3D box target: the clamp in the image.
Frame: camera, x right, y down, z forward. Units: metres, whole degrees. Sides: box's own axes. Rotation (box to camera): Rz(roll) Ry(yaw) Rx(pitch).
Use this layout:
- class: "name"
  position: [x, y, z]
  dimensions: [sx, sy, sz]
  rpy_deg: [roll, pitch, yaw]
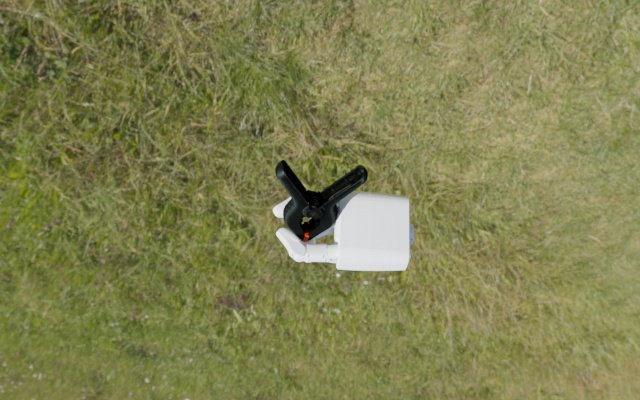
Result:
- class: "clamp"
  position: [0.000, 0.003, 0.670]
  dimensions: [0.120, 0.039, 0.172]
  rpy_deg: [3, -34, 0]
